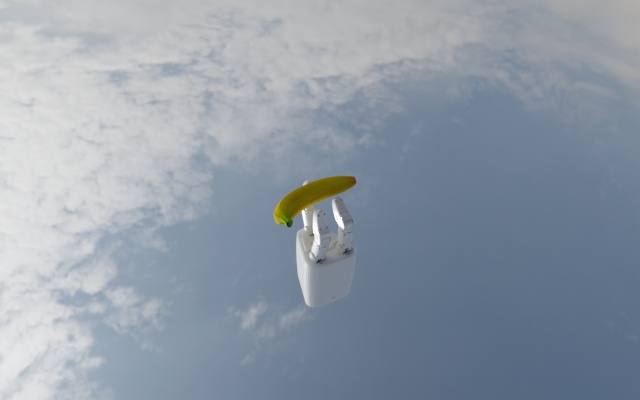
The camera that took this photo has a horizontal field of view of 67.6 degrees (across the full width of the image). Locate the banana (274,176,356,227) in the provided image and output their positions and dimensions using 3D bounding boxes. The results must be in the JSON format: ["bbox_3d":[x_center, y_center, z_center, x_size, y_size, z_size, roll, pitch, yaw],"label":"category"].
[{"bbox_3d":[-0.017,-0.001,0.799,0.069,0.037,0.197,19,34,30],"label":"banana"}]
